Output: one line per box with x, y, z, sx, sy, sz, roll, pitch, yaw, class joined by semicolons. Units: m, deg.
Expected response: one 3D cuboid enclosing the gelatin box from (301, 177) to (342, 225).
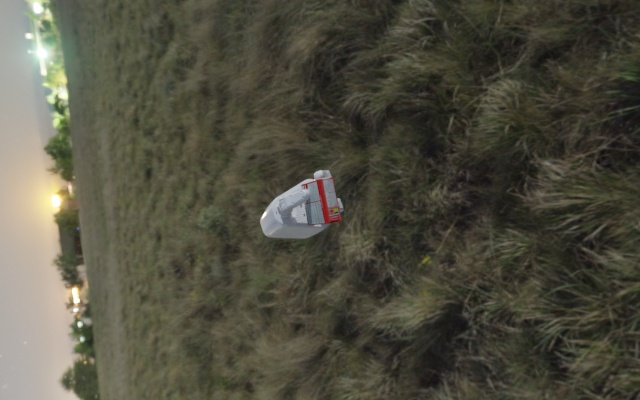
0.000;0.003;0.796;0.030;0.073;0.089;-10;-1;-22;gelatin box
